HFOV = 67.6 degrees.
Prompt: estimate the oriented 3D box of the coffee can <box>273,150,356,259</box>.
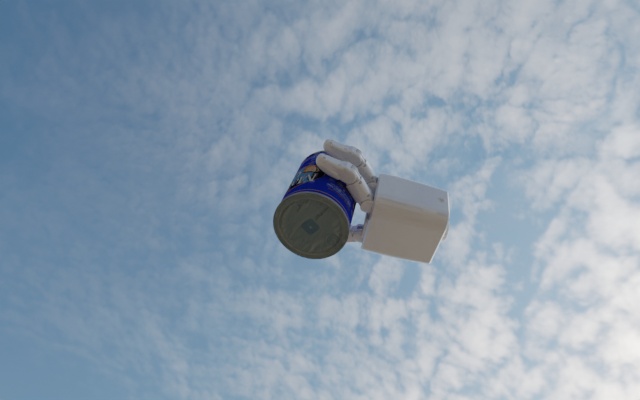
[{"bbox_3d":[0.000,0.002,0.686,0.103,0.103,0.140,0,29,13],"label":"coffee can"}]
